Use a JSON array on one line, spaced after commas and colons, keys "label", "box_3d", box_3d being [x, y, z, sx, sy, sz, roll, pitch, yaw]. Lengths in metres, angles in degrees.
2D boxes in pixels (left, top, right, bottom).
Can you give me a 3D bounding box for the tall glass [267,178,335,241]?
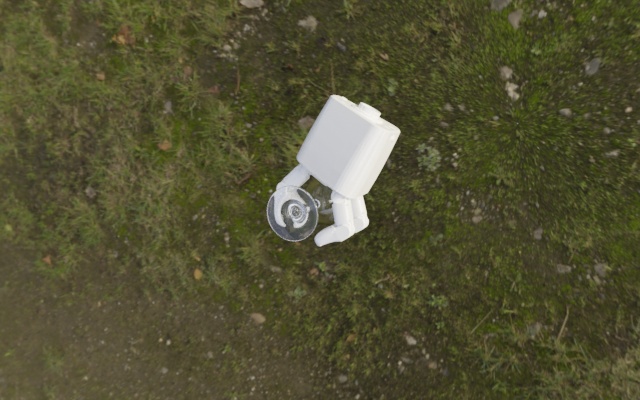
[{"label": "tall glass", "box_3d": [0.000, 0.003, 0.715, 0.079, 0.079, 0.201, 0, 8, 22]}]
